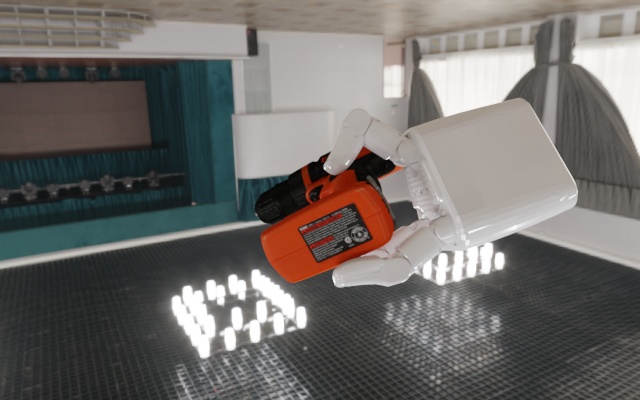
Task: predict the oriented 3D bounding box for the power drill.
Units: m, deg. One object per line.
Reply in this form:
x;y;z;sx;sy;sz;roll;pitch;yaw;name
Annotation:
0.000;0.002;0.462;0.184;0.057;0.187;-27;17;16;power drill
